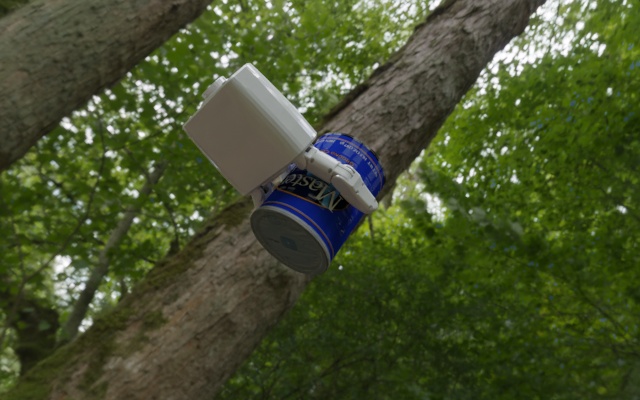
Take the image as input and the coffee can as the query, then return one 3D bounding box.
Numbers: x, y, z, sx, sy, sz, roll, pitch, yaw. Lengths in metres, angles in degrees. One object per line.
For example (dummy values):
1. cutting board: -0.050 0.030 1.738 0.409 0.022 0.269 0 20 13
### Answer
1. coffee can: 0.000 0.002 0.561 0.103 0.103 0.140 0 41 44
